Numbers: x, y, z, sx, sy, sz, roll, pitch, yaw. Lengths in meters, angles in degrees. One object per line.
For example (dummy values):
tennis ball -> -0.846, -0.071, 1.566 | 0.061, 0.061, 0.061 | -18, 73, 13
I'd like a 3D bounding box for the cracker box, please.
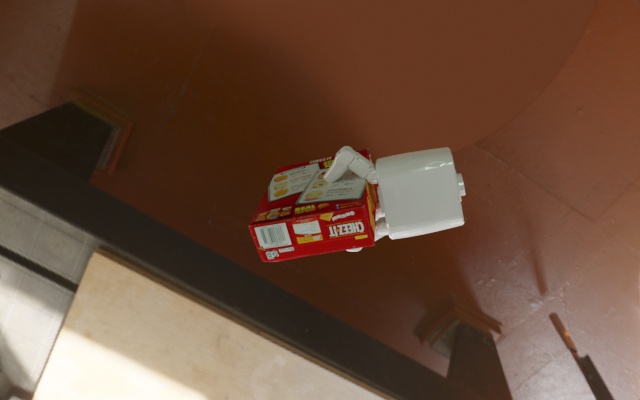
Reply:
cracker box -> 0.000, 0.002, 0.731 | 0.164, 0.072, 0.213 | -11, 24, 12
